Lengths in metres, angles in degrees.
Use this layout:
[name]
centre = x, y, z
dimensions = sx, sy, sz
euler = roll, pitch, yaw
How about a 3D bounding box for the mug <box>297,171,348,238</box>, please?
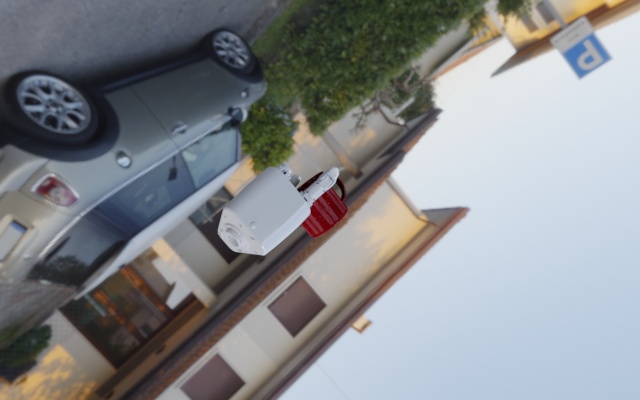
[mug]
centre = 0.001, 0.002, 0.830
dimensions = 0.117, 0.081, 0.093
euler = -44, 9, -32
